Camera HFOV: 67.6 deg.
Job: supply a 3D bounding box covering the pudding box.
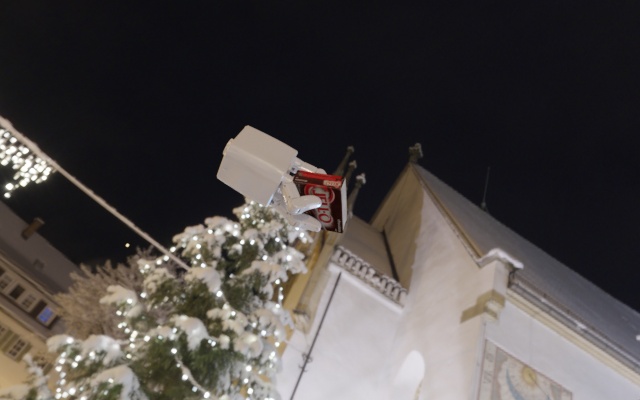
[{"bbox_3d":[0.000,0.003,0.851,0.090,0.114,0.039,10,48,16],"label":"pudding box"}]
